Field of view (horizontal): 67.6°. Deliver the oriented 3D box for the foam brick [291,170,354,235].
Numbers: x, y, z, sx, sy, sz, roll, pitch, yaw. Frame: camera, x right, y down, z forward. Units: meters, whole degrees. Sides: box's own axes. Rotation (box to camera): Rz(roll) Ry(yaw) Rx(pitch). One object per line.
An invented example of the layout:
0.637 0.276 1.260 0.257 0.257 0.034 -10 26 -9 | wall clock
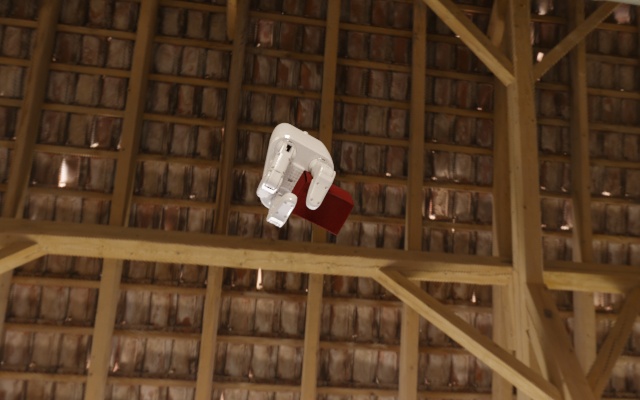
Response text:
0.000 0.002 0.670 0.078 0.053 0.051 27 16 -14 | foam brick
